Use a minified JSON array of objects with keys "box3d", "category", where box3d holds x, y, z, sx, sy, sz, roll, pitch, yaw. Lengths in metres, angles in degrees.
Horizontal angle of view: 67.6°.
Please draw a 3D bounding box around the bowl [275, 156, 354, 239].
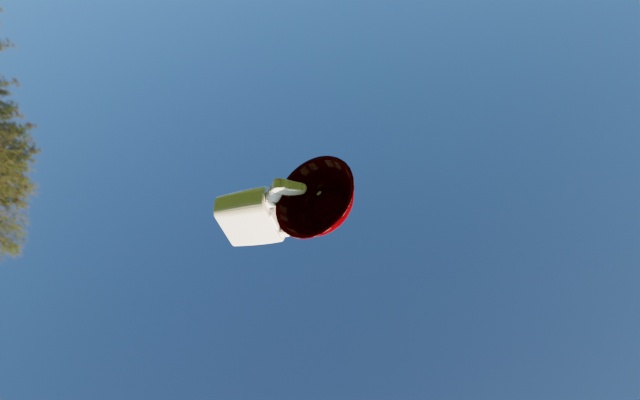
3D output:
[{"box3d":[0.001,0.003,0.848,0.162,0.162,0.055,0,-26,36],"category":"bowl"}]
